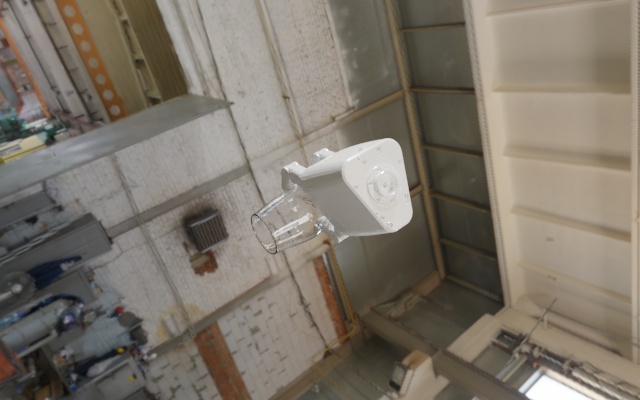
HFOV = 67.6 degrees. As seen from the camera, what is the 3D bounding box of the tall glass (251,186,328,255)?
[{"bbox_3d":[0.001,0.002,0.689,0.201,0.079,0.079,-30,14,-26],"label":"tall glass"}]
